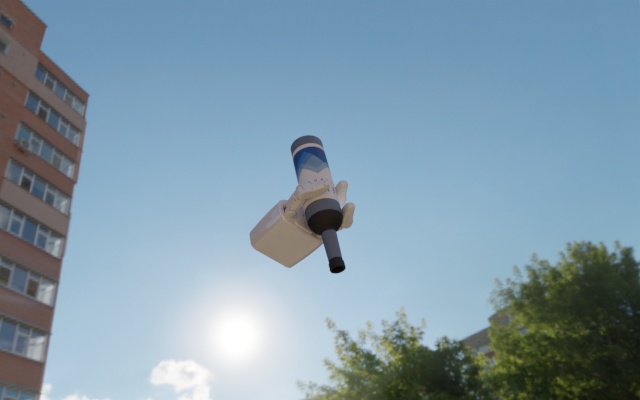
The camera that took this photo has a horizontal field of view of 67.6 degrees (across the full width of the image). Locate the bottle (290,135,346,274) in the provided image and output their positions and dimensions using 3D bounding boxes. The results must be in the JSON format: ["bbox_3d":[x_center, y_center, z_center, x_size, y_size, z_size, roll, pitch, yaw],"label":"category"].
[{"bbox_3d":[0.000,0.003,0.883,0.069,0.295,0.069,-9,-38,-7],"label":"bottle"}]
